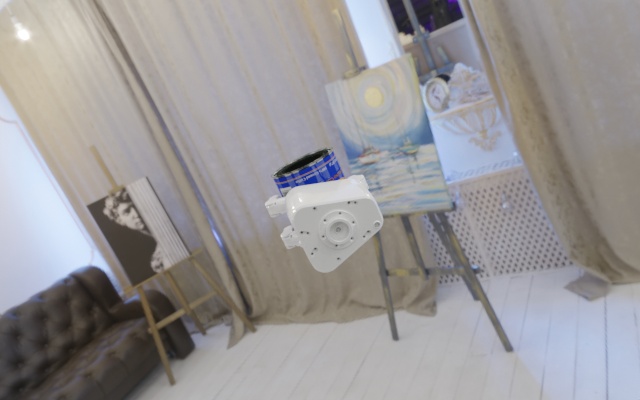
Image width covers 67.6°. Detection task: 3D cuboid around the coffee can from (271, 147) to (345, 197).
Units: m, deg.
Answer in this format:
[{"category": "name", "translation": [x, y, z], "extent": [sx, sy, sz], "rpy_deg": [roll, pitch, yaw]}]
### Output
[{"category": "coffee can", "translation": [0.000, 0.002, 0.738], "extent": [0.103, 0.140, 0.102], "rpy_deg": [-24, 14, 6]}]
